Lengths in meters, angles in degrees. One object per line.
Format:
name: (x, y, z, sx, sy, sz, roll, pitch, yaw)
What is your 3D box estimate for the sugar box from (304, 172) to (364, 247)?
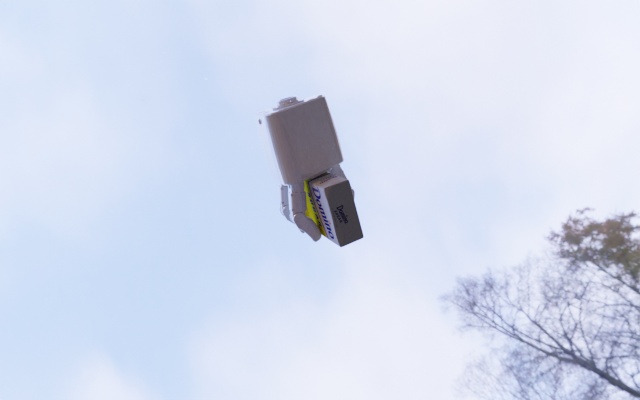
sugar box: (0.000, 0.002, 0.738, 0.048, 0.093, 0.176, -21, 18, -15)
